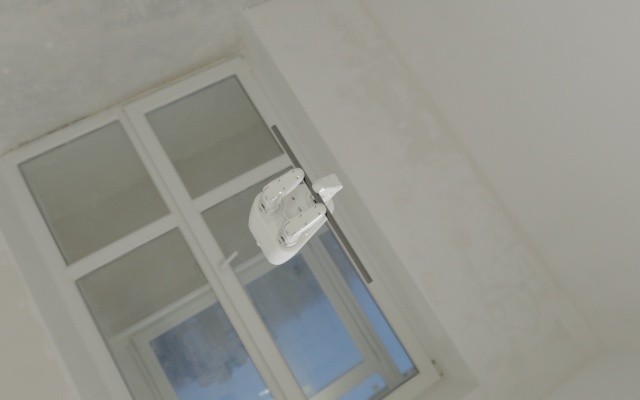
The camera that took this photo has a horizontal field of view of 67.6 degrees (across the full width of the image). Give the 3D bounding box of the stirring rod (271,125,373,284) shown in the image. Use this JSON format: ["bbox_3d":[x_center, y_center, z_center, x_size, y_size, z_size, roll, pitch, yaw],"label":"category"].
[{"bbox_3d":[0.000,0.002,0.617,0.011,0.239,0.011,-31,-9,-6],"label":"stirring rod"}]
